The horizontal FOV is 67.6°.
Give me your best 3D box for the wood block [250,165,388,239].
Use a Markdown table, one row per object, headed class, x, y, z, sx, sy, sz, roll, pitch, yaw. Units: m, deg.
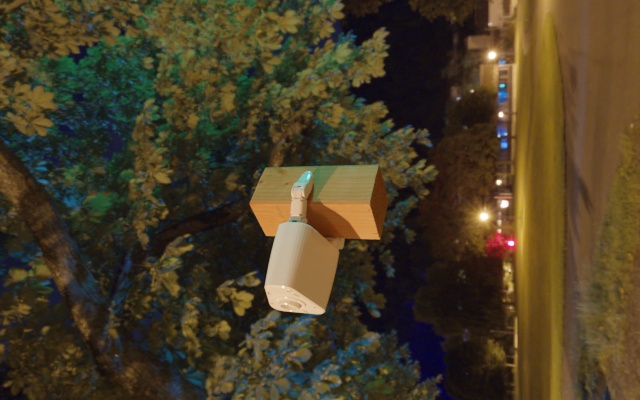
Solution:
| class | x | y | z | sx | sy | sz | roll | pitch | yaw |
| --- | --- | --- | --- | --- | --- | --- | --- | --- | --- |
| wood block | 0.000 | 0.003 | 0.806 | 0.206 | 0.090 | 0.091 | 0 | -43 | 20 |
